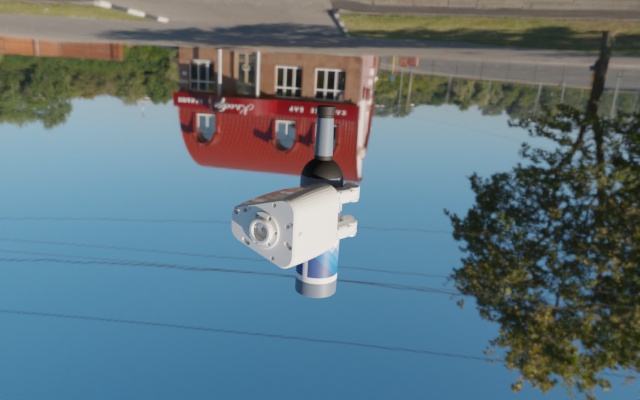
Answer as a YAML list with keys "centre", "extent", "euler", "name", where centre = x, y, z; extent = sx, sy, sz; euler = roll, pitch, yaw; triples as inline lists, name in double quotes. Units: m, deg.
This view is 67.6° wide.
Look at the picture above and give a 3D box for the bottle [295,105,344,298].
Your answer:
- centre: [0.000, 0.003, 0.742]
  extent: [0.069, 0.296, 0.069]
  euler: [3, 15, -1]
  name: "bottle"
